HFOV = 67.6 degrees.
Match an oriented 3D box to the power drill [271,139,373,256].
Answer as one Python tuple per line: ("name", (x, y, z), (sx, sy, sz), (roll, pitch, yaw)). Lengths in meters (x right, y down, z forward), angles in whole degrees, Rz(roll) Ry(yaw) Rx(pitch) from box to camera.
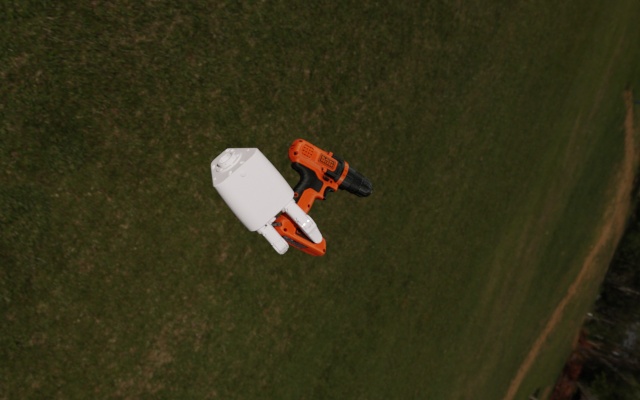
("power drill", (0.000, 0.003, 0.880), (0.184, 0.187, 0.057), (28, -21, -20))
